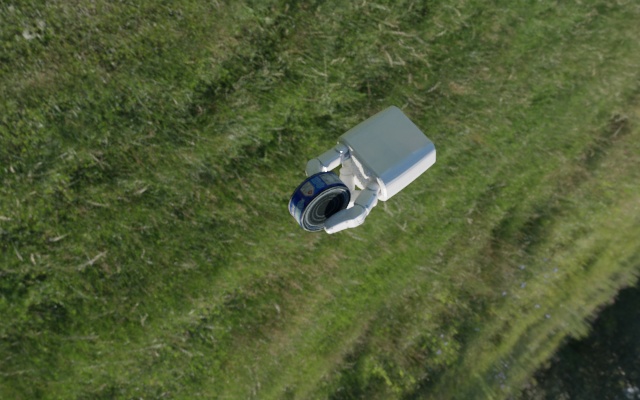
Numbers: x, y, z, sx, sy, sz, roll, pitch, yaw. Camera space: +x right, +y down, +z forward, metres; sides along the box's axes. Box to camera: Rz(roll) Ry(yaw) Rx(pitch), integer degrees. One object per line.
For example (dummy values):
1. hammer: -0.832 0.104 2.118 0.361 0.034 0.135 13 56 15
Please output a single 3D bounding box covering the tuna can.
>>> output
1. tuna can: 0.000 0.003 0.668 0.086 0.086 0.033 0 40 -45
